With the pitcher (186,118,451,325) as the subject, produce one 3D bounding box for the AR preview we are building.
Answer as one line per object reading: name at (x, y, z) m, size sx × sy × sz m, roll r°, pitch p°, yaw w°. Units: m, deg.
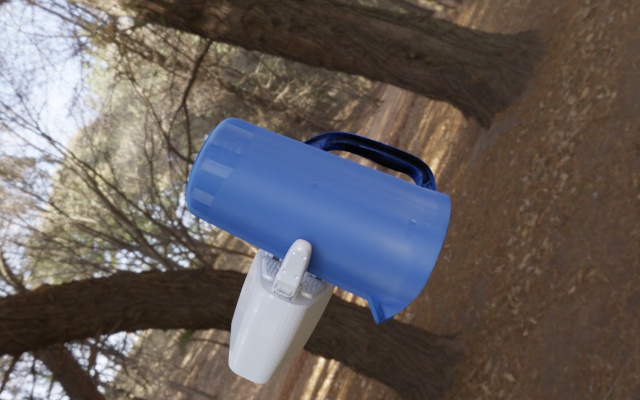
pitcher at (0.000, 0.002, 0.489) m, size 0.243 × 0.145 × 0.149 m, roll 24°, pitch 18°, yaw 1°
